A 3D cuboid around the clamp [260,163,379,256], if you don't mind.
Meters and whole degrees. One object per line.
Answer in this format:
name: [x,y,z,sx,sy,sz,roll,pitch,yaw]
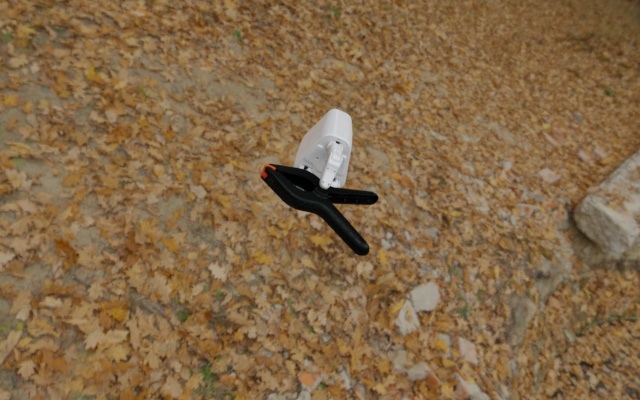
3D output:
clamp: [0.000,0.002,0.770,0.210,0.036,0.164,23,33,-10]
